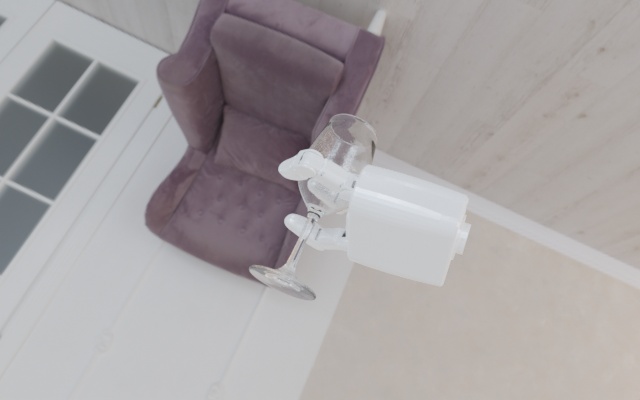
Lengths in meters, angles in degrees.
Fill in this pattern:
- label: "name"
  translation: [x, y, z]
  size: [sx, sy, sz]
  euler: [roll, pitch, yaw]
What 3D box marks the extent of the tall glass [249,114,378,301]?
- label: "tall glass"
  translation: [0.000, 0.002, 0.521]
  size: [0.079, 0.201, 0.079]
  euler: [21, -23, 9]
